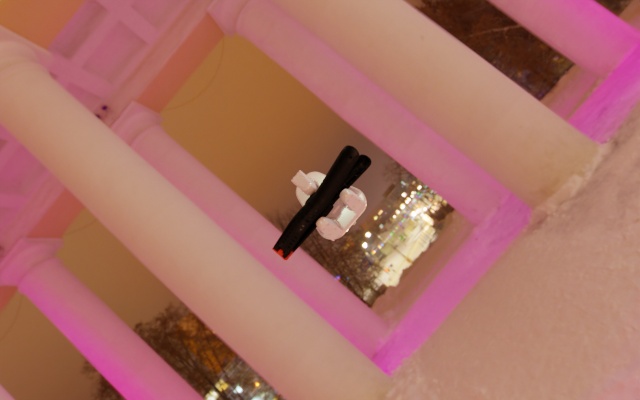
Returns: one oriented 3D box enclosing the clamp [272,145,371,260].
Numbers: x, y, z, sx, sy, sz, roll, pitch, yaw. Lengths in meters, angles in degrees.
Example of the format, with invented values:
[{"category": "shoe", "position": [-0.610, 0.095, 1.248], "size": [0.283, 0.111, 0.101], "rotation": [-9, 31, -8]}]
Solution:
[{"category": "clamp", "position": [-0.001, 0.002, 0.713], "size": [0.036, 0.210, 0.164], "rotation": [41, 2, 10]}]
